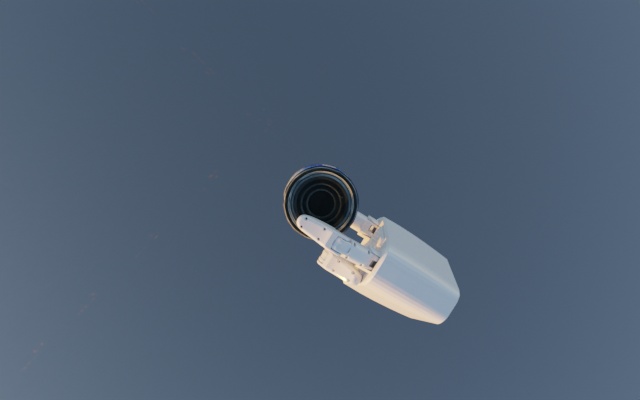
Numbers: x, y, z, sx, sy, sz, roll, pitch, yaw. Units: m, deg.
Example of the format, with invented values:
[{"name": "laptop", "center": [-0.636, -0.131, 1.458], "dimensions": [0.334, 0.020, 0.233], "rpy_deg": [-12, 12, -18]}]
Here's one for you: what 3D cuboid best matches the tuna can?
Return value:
[{"name": "tuna can", "center": [0.000, 0.002, 0.541], "dimensions": [0.086, 0.086, 0.033], "rpy_deg": [0, 8, -2]}]
